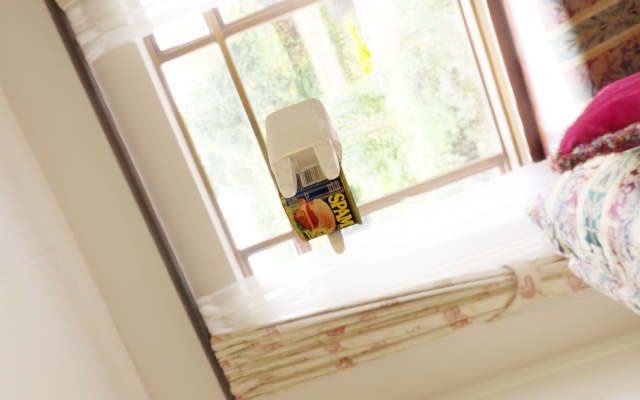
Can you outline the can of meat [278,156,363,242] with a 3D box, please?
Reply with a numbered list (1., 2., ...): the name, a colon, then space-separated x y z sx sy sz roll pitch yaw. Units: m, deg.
1. can of meat: 0.000 0.002 0.610 0.084 0.057 0.102 -20 -39 4
